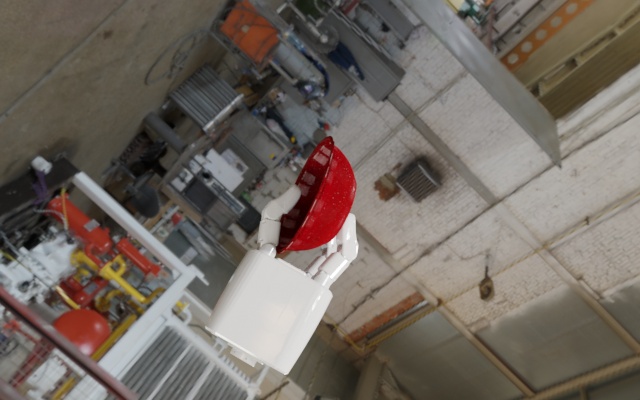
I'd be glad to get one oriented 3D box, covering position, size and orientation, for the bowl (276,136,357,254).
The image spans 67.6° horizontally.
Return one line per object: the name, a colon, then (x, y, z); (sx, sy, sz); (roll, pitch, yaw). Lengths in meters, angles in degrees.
bowl: (0.001, 0.001, 0.608); (0.055, 0.162, 0.162); (24, -6, -14)
